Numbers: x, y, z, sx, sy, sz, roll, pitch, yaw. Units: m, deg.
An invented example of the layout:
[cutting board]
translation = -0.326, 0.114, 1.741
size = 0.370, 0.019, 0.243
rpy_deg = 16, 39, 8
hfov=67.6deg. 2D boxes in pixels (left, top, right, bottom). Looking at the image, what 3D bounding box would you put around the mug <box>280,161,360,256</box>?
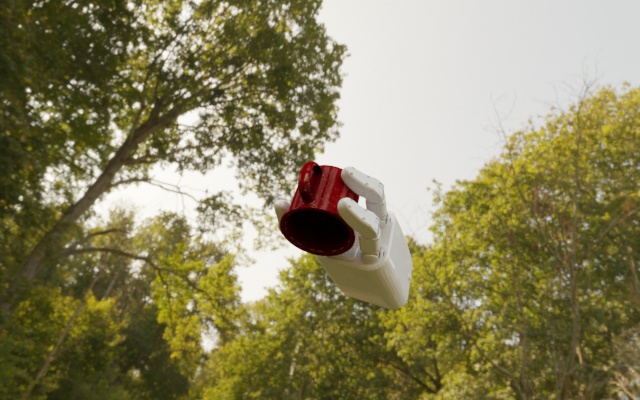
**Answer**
[mug]
translation = 0.000, 0.001, 0.590
size = 0.093, 0.081, 0.117
rpy_deg = -6, -45, 24
